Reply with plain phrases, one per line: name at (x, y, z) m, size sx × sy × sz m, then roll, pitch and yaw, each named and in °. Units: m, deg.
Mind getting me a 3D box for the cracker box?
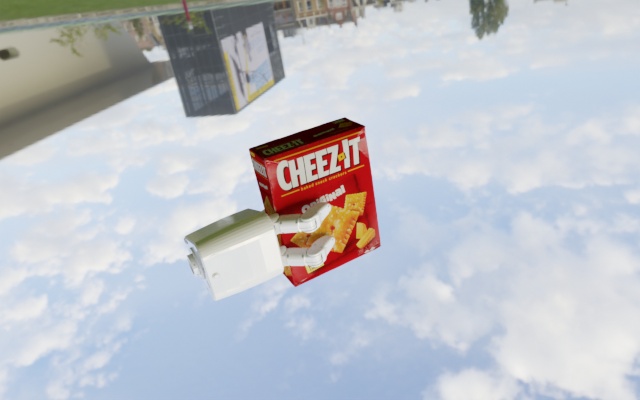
cracker box at (0.000, 0.002, 0.726) m, size 0.164 × 0.214 × 0.072 m, roll -22°, pitch 29°, yaw -21°
